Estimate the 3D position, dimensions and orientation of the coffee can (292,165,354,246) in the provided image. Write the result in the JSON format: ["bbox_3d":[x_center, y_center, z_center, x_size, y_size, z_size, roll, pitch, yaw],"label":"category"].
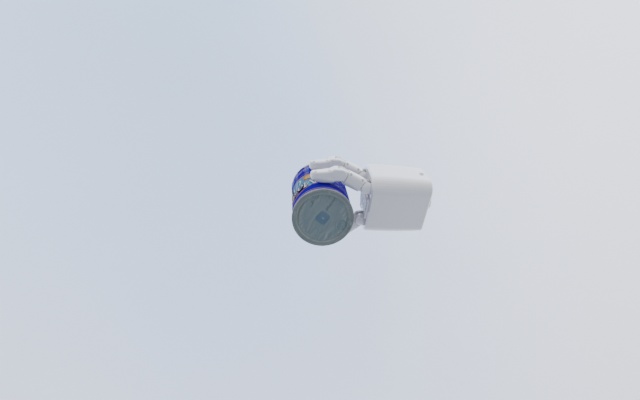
[{"bbox_3d":[0.000,0.003,0.846,0.103,0.103,0.140,0,23,-4],"label":"coffee can"}]
